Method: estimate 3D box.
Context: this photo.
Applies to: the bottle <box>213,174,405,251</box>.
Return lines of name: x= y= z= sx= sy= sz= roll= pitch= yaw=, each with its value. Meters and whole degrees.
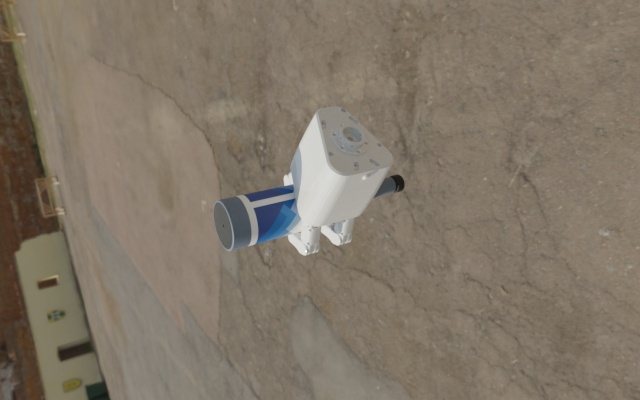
bottle: x=0.000 y=0.002 z=0.678 sx=0.295 sy=0.069 sz=0.069 roll=-14 pitch=7 yaw=-30
